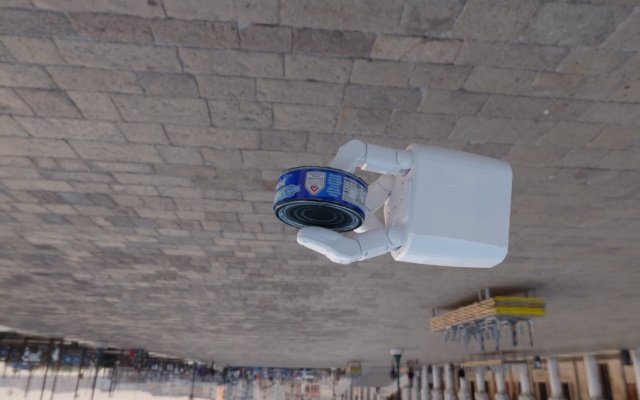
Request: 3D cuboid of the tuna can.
[{"bbox_3d":[0.000,0.002,0.440,0.086,0.033,0.086,6,-22,2],"label":"tuna can"}]
